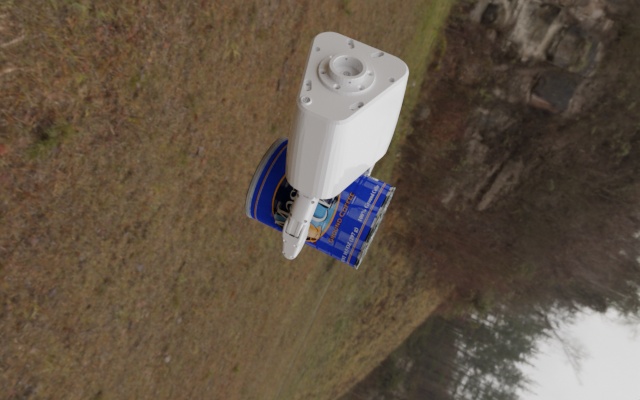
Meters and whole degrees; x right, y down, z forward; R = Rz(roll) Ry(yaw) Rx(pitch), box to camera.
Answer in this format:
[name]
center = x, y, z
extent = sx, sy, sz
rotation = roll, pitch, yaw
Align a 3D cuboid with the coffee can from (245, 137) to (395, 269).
[coffee can]
center = 0.000, 0.002, 0.545
extent = 0.140, 0.103, 0.103
rotation = 25, 4, 9
